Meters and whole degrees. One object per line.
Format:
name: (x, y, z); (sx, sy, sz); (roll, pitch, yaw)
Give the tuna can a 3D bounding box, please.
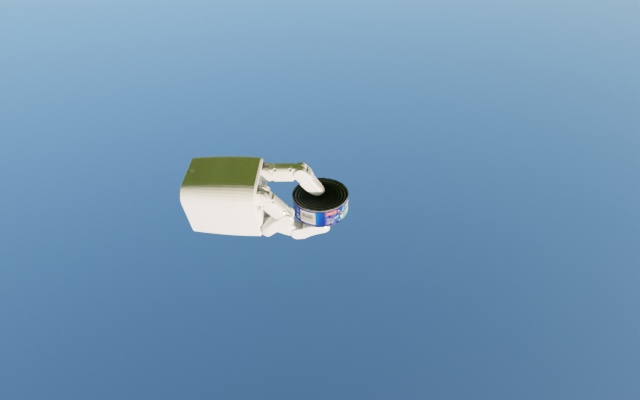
tuna can: (0.000, 0.003, 0.732); (0.086, 0.034, 0.086); (-1, 37, 1)
